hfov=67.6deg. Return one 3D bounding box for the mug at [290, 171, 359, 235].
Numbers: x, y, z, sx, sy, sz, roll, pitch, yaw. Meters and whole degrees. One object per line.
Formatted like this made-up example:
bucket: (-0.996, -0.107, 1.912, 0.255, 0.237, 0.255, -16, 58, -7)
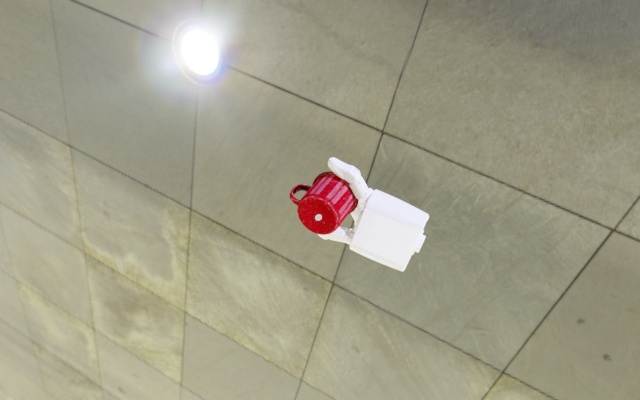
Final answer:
mug: (-0.001, 0.002, 0.848, 0.117, 0.093, 0.081, 24, 38, 13)
